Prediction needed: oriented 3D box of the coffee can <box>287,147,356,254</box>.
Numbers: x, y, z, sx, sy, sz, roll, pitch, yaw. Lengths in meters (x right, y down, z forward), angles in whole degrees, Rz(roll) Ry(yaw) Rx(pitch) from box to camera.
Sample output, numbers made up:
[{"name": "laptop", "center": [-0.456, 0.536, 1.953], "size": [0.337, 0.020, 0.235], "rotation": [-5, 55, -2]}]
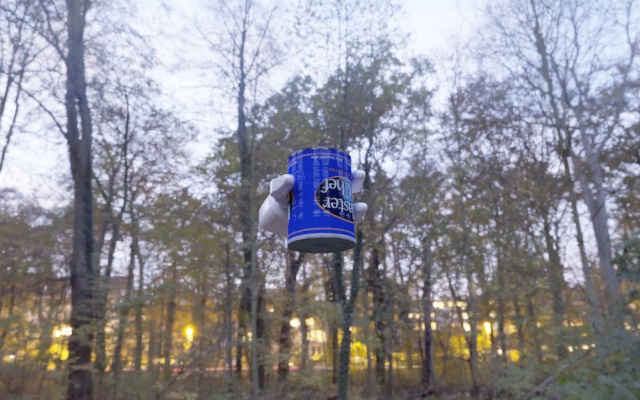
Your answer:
[{"name": "coffee can", "center": [0.000, 0.002, 0.733], "size": [0.103, 0.140, 0.103], "rotation": [-1, -19, 0]}]
